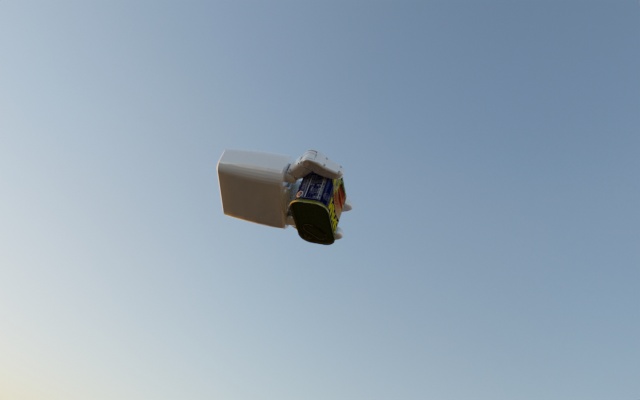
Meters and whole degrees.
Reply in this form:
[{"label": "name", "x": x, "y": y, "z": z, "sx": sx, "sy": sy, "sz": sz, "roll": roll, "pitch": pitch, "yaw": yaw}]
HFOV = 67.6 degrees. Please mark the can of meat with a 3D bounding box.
[{"label": "can of meat", "x": 0.000, "y": 0.002, "z": 0.703, "sx": 0.057, "sy": 0.084, "sz": 0.102, "roll": 7, "pitch": -37, "yaw": 17}]
